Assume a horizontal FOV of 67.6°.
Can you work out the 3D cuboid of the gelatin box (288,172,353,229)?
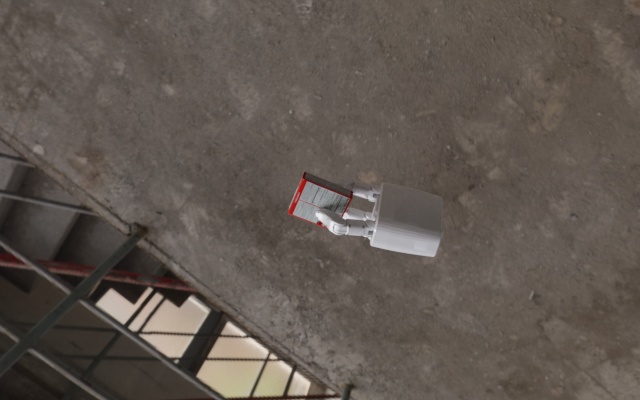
[{"bbox_3d":[0.000,0.003,0.793,0.089,0.073,0.030,21,30,-7],"label":"gelatin box"}]
